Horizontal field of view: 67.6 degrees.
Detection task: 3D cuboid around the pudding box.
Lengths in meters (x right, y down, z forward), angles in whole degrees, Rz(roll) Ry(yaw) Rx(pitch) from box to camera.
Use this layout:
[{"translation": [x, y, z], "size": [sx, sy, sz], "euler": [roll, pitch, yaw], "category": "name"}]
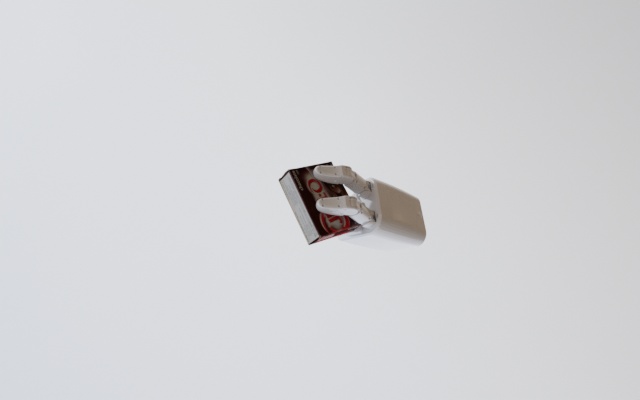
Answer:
[{"translation": [0.000, 0.002, 0.715], "size": [0.090, 0.113, 0.039], "euler": [-15, -19, -43], "category": "pudding box"}]
